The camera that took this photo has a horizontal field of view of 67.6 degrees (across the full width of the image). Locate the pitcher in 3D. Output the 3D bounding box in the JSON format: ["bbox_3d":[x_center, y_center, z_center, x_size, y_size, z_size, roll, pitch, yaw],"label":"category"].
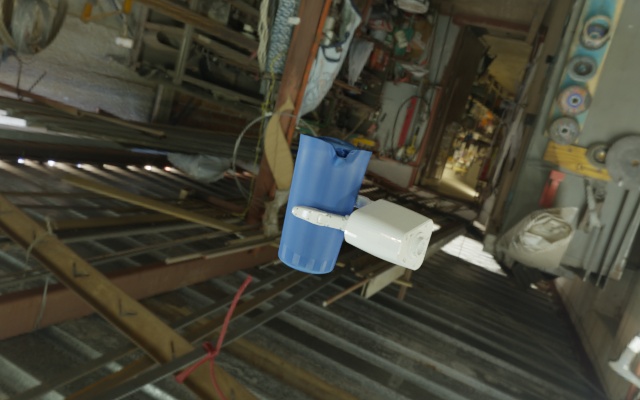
[{"bbox_3d":[0.000,0.003,0.890,0.145,0.243,0.149,21,11,34],"label":"pitcher"}]
